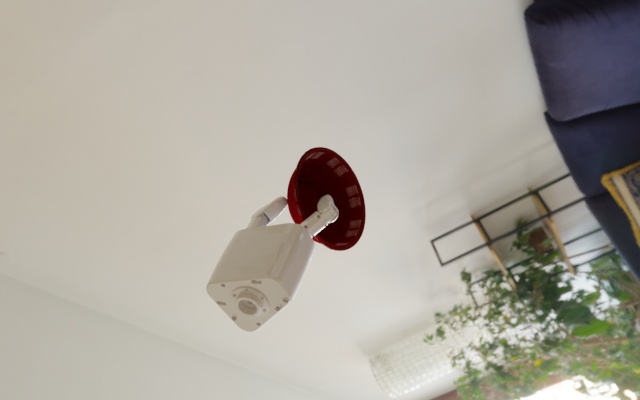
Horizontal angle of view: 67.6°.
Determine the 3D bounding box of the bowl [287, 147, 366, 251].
[{"bbox_3d":[0.000,0.002,0.734,0.055,0.162,0.162,-19,-12,39],"label":"bowl"}]
